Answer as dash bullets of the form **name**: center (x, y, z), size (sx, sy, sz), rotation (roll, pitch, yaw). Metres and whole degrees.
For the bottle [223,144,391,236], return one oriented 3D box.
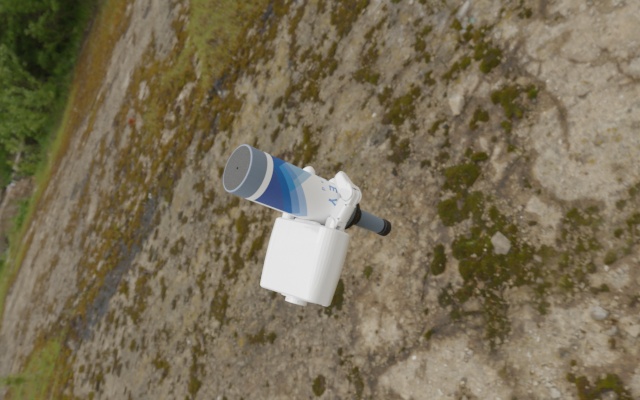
- **bottle**: center (0.000, 0.002, 0.705), size (0.296, 0.069, 0.069), rotation (22, -14, -38)
